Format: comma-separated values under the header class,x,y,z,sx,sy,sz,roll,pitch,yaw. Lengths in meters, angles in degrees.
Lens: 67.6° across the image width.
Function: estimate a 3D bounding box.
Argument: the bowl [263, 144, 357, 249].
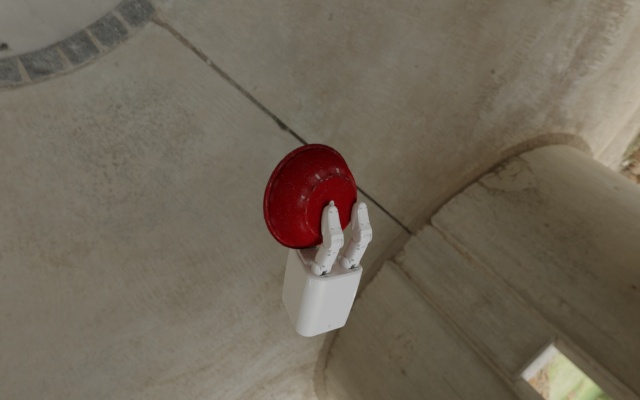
class,x,y,z,sx,sy,sz,roll,pitch,yaw
bowl,0.000,0.001,0.683,0.162,0.162,0.055,0,15,-39
